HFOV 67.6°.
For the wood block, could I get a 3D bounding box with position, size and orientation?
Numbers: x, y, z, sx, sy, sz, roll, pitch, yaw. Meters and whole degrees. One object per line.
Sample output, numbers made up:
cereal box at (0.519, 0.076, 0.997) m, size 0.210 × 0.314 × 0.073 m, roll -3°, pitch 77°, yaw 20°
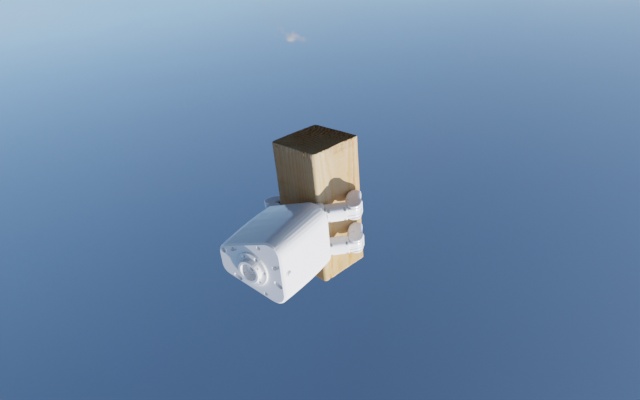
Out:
wood block at (0.000, 0.003, 0.721) m, size 0.090 × 0.206 × 0.091 m, roll -28°, pitch 36°, yaw -36°
